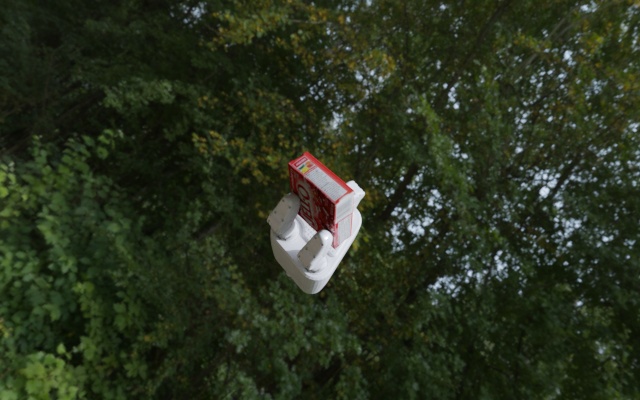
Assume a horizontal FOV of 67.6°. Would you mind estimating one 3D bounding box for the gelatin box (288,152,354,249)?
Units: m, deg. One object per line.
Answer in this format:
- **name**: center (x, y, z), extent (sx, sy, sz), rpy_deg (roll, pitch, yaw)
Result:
- **gelatin box**: center (0.000, 0.001, 0.517), extent (0.030, 0.073, 0.089), rpy_deg (-36, -29, -23)
